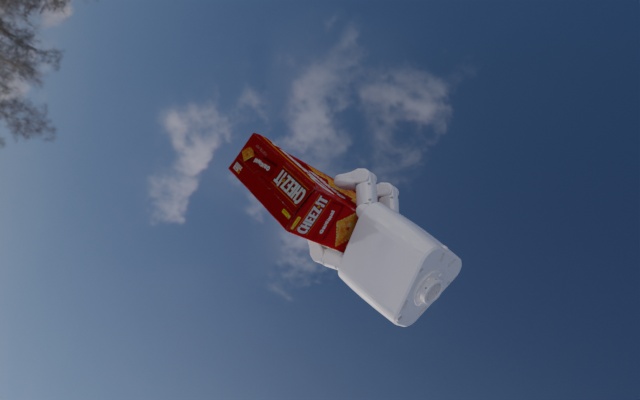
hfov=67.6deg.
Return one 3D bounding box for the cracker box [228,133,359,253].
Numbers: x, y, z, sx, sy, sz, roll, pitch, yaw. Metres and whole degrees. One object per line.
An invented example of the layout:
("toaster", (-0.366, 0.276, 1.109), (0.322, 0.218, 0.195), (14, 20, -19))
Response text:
("cracker box", (0.000, 0.002, 0.673), (0.214, 0.072, 0.164), (27, 10, -47))
